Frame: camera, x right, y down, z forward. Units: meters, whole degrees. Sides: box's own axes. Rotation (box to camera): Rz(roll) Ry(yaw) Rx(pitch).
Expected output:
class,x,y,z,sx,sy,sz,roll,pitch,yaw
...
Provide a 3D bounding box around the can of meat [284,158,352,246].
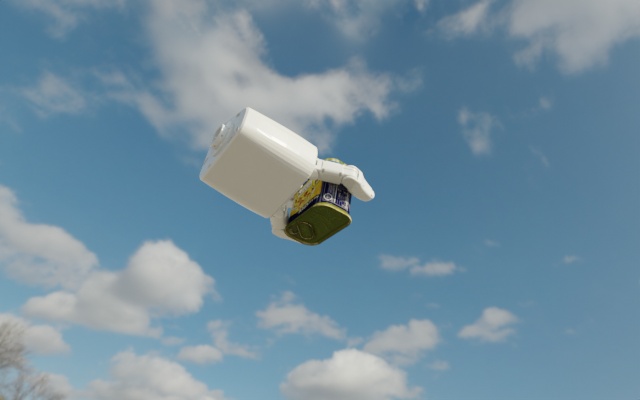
class,x,y,z,sx,sy,sz,roll,pitch,yaw
can of meat,0.000,0.002,0.658,0.057,0.084,0.102,28,-40,-23
